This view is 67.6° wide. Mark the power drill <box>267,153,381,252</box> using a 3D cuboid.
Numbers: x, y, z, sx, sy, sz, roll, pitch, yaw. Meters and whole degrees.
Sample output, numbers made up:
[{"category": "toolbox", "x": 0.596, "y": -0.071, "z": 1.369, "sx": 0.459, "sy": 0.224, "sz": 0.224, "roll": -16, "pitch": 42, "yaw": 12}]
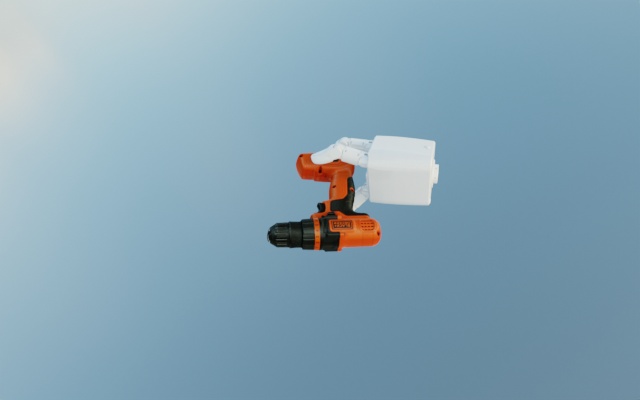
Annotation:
[{"category": "power drill", "x": 0.000, "y": 0.002, "z": 0.816, "sx": 0.184, "sy": 0.187, "sz": 0.057, "roll": 0, "pitch": -38, "yaw": -8}]
